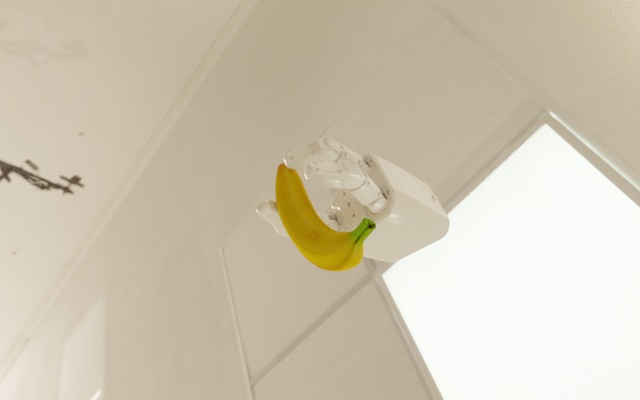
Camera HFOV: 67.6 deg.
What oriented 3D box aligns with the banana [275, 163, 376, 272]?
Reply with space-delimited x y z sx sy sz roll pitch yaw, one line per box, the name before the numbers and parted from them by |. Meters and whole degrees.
banana | -0.006 0.019 0.468 0.037 0.069 0.197 19 9 -32
